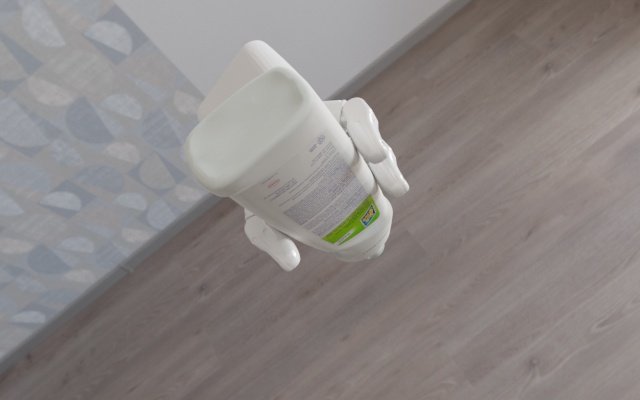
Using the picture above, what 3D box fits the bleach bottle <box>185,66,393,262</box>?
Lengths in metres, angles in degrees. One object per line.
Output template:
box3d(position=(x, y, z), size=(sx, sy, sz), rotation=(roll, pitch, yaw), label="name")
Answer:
box3d(position=(0.000, 0.001, 0.418), size=(0.102, 0.068, 0.251), rotation=(-39, -36, 2), label="bleach bottle")
